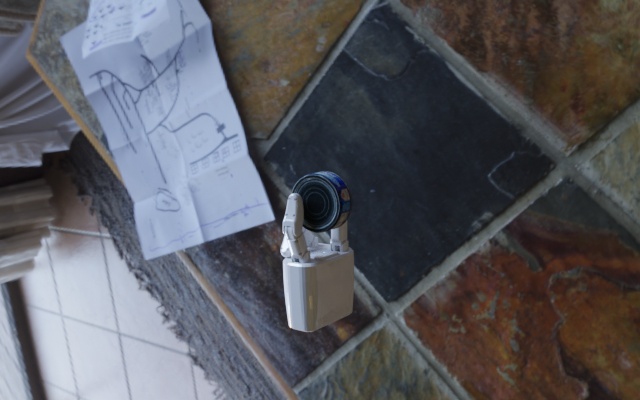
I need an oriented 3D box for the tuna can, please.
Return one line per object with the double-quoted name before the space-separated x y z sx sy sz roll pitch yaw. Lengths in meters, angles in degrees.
"tuna can" 0.000 0.002 0.680 0.086 0.086 0.034 0 8 33
